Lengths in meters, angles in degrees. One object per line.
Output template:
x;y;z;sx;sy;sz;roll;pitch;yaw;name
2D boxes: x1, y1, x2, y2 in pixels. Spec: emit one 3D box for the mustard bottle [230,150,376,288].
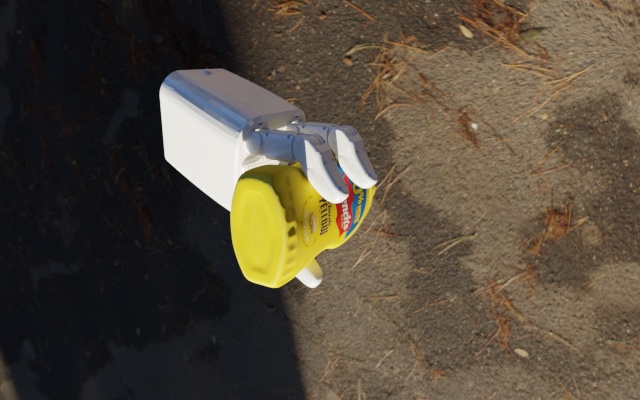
0.000;0.002;0.446;0.058;0.096;0.191;8;19;31;mustard bottle
